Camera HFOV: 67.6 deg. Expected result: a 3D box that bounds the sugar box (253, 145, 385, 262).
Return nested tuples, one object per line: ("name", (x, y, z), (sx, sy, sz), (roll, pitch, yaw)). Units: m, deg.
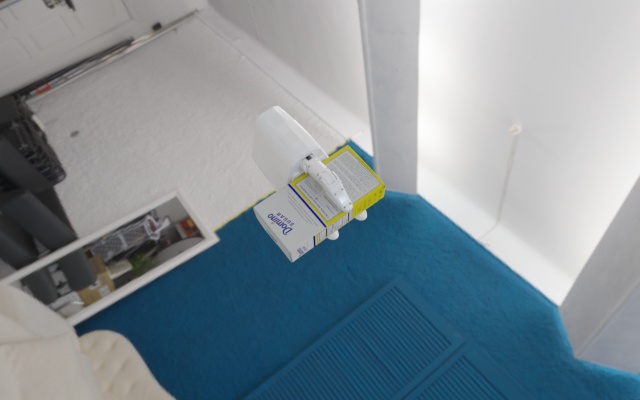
("sugar box", (0.000, 0.002, 0.705), (0.176, 0.093, 0.048), (-35, -24, -14))
